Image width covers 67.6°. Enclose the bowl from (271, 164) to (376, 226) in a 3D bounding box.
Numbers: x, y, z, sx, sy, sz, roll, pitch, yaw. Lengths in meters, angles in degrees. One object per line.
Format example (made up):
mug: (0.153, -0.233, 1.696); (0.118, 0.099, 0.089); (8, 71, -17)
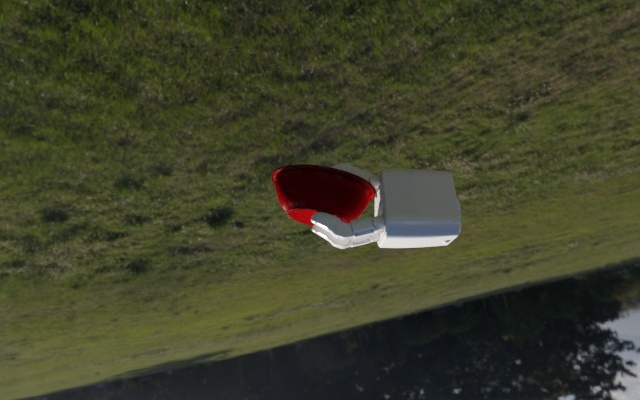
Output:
bowl: (-0.001, 0.003, 0.716); (0.162, 0.055, 0.162); (10, -18, 3)
